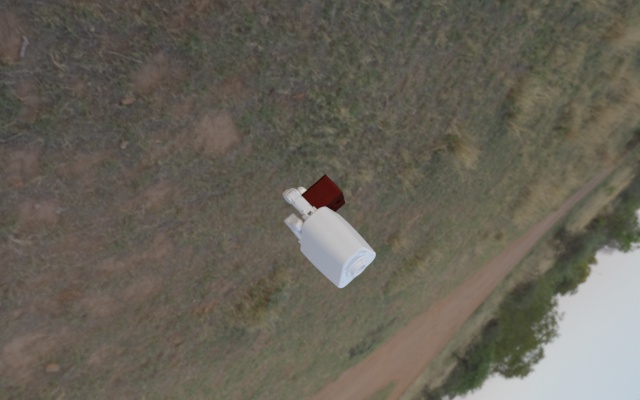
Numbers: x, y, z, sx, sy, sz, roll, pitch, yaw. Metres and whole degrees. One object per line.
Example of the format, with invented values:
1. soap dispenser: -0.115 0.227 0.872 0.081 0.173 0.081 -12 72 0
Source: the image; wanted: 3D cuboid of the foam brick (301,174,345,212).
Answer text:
1. foam brick: 0.000 0.003 0.882 0.051 0.078 0.053 44 -12 25
